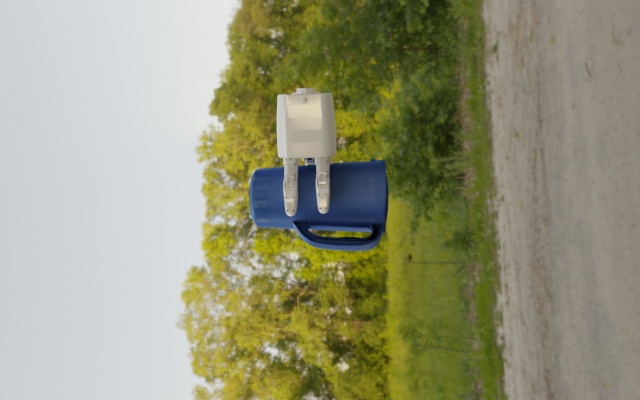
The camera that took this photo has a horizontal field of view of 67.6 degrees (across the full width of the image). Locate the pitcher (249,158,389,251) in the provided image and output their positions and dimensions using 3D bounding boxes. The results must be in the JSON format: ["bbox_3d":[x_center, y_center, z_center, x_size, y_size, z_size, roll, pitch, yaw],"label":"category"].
[{"bbox_3d":[0.000,0.003,0.855,0.243,0.145,0.149,-1,12,4],"label":"pitcher"}]
